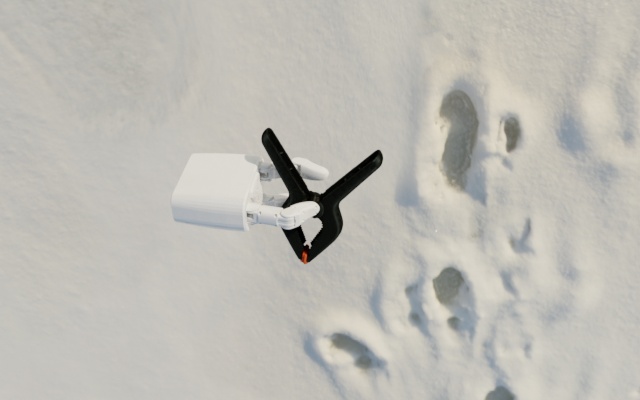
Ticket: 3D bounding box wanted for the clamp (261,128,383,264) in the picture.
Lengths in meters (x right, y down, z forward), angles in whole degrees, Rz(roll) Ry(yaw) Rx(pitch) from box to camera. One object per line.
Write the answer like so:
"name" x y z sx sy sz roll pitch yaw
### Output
"clamp" 0.000 0.003 0.678 0.164 0.210 0.036 7 31 9
